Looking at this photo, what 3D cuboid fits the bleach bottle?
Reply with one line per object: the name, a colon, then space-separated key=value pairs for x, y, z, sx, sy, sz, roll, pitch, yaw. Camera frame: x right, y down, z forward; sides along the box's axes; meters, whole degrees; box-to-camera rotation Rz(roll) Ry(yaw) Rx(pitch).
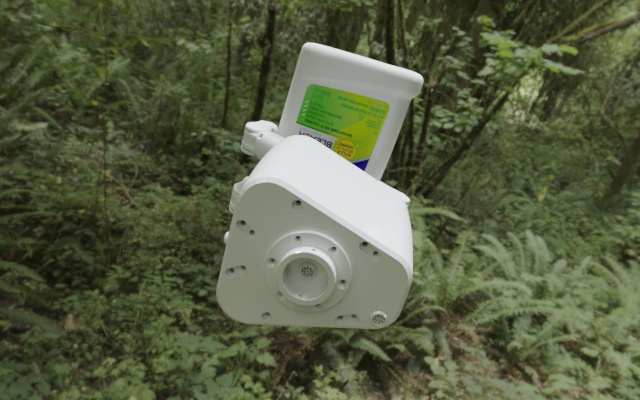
bleach bottle: x=0.000 y=0.001 z=0.417 sx=0.102 sy=0.251 sz=0.068 roll=17 pitch=19 yaw=3
